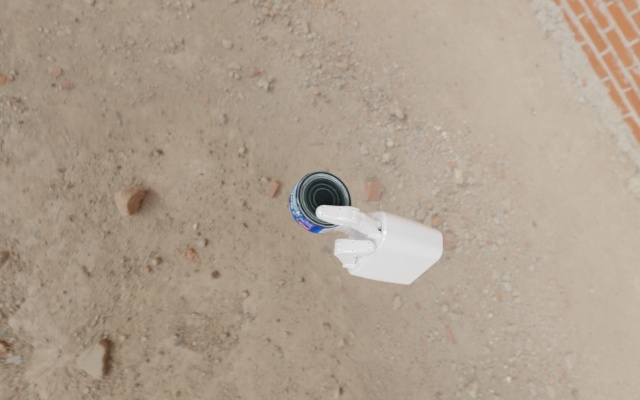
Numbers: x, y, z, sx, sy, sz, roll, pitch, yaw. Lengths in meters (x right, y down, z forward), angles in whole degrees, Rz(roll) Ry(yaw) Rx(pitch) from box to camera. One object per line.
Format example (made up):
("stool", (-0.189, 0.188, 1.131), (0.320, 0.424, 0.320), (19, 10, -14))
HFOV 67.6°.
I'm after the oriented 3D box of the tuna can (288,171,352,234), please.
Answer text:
("tuna can", (0.000, 0.002, 0.675), (0.086, 0.086, 0.034), (0, -18, -24))
